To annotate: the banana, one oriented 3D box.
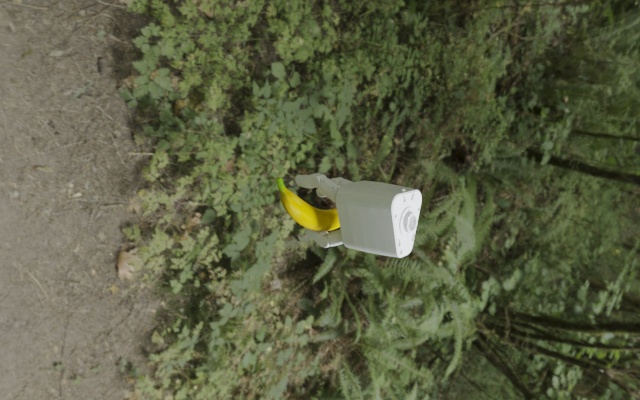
[{"bbox_3d":[-0.005,0.020,0.839,0.037,0.069,0.198,-4,-19,39],"label":"banana"}]
